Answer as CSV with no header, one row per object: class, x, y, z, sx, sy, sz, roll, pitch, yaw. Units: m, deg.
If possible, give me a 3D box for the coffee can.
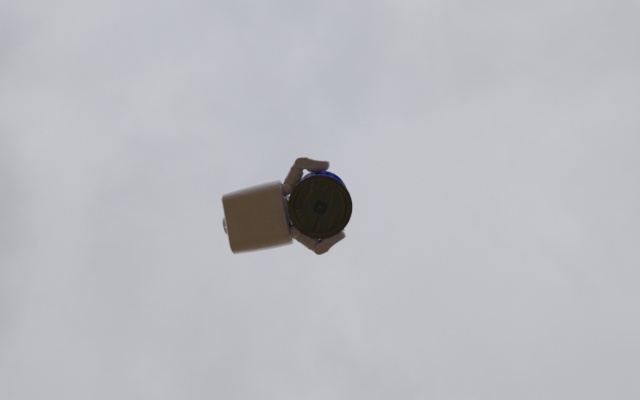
coffee can,0.000,0.003,0.816,0.103,0.103,0.140,0,7,1
